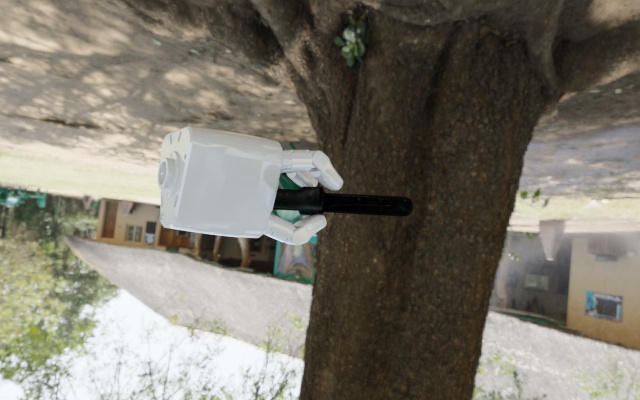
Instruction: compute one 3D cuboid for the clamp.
[{"bbox_3d":[0.000,0.003,0.611,0.164,0.036,0.210,6,-3,-36],"label":"clamp"}]
